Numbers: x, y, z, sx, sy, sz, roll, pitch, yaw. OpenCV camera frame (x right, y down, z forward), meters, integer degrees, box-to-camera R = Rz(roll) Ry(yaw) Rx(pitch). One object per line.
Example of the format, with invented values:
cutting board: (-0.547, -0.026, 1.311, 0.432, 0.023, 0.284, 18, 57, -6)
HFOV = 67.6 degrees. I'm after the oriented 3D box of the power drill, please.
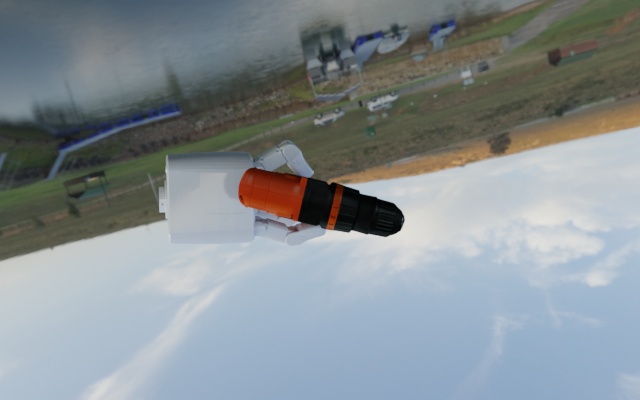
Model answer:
power drill: (0.000, 0.002, 0.592, 0.184, 0.057, 0.187, 15, -1, -2)
